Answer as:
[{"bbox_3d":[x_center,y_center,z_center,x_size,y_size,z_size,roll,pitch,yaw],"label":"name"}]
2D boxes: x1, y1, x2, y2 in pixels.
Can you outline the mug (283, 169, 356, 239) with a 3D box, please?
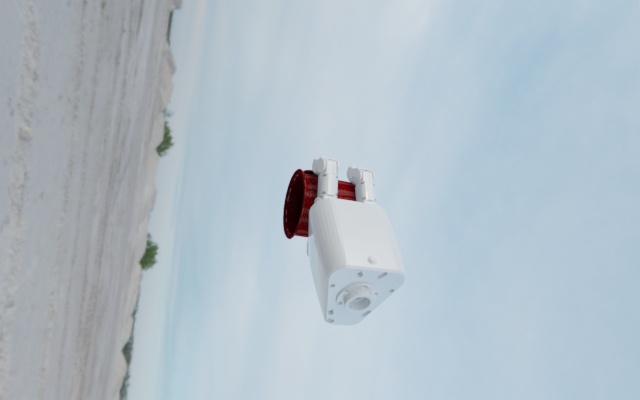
[{"bbox_3d":[0.000,0.001,0.646,0.081,0.093,0.117,9,40,-19],"label":"mug"}]
